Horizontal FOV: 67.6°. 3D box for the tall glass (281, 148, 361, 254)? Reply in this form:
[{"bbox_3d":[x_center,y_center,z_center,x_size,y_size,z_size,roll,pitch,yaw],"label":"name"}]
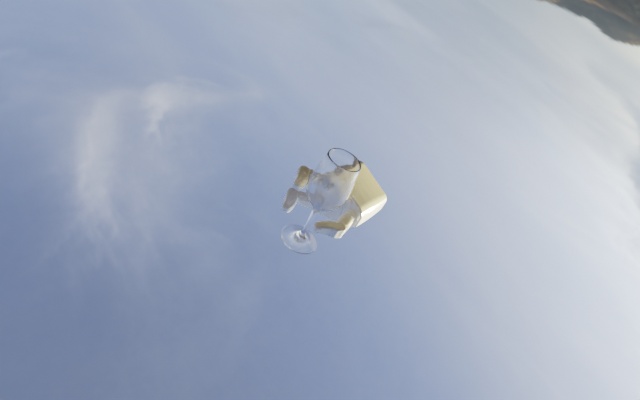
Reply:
[{"bbox_3d":[0.000,0.003,0.849,0.079,0.201,0.079,19,37,-15],"label":"tall glass"}]
